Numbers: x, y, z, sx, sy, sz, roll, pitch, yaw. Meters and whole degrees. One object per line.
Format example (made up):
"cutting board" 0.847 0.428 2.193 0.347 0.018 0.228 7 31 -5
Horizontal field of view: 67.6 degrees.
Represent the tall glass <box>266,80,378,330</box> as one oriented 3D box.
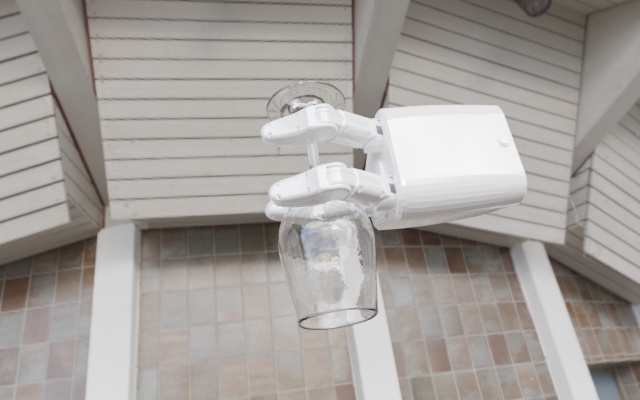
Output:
"tall glass" 0.000 0.001 0.402 0.079 0.201 0.079 -7 -26 -3
